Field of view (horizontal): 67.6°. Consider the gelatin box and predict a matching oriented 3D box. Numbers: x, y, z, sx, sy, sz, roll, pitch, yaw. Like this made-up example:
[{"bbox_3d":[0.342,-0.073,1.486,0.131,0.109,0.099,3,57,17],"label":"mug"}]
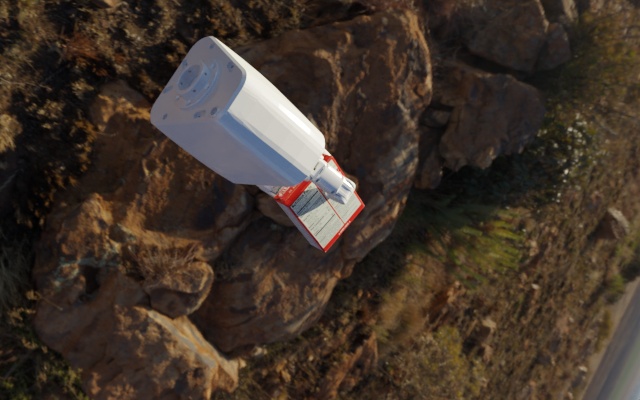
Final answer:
[{"bbox_3d":[0.001,0.002,0.524,0.030,0.073,0.089,24,-22,47],"label":"gelatin box"}]
